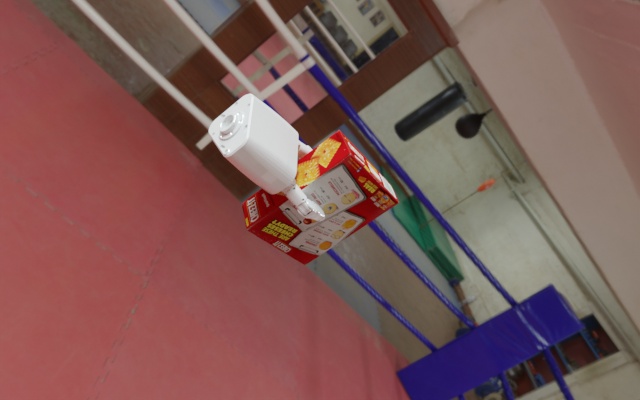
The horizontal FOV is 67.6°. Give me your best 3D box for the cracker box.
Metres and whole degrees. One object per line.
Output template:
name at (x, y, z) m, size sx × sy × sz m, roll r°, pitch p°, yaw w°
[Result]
cracker box at (0.000, 0.003, 0.817) m, size 0.214 × 0.072 × 0.164 m, roll -35°, pitch -45°, yaw 17°
